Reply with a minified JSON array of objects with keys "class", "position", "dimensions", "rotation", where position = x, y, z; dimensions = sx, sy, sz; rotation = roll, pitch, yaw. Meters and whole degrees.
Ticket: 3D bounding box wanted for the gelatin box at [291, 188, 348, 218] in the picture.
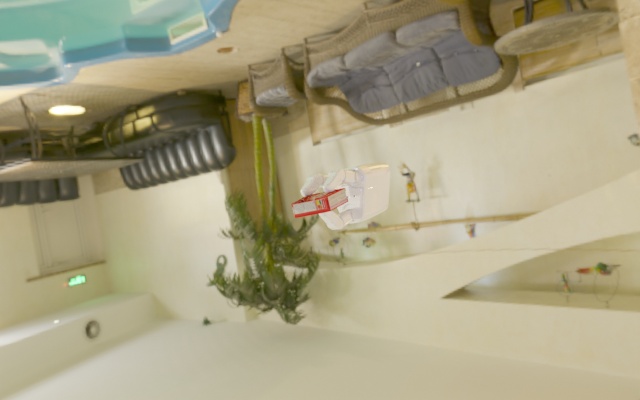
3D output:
[{"class":"gelatin box","position":[0.000,0.003,0.869],"dimensions":[0.073,0.030,0.089],"rotation":[-11,7,27]}]
